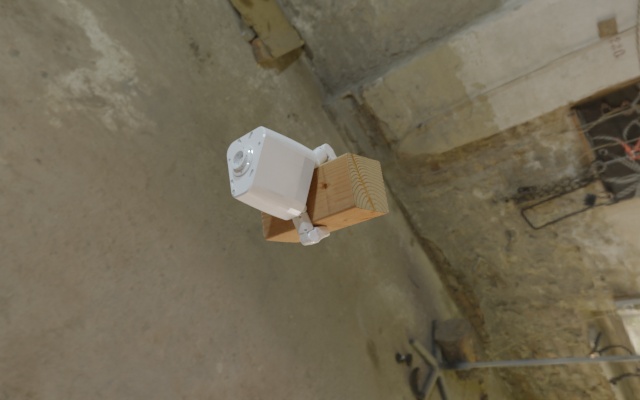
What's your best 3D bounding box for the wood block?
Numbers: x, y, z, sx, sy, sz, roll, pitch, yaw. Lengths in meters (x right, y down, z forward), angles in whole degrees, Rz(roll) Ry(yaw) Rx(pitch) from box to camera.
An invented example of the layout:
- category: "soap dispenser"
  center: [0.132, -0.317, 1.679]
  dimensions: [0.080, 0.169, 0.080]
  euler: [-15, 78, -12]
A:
- category: "wood block"
  center: [0.000, 0.003, 0.807]
  dimensions: [0.206, 0.090, 0.090]
  euler: [-21, -20, 39]
